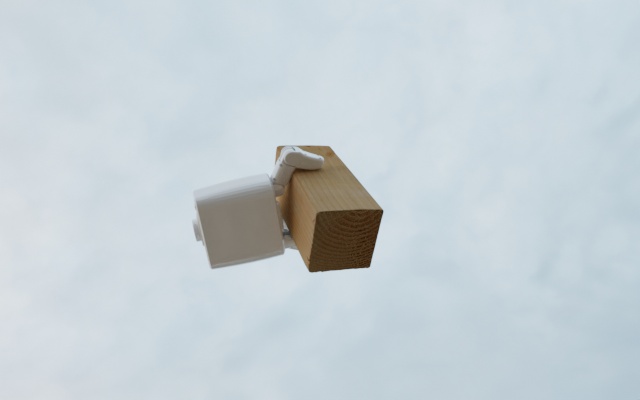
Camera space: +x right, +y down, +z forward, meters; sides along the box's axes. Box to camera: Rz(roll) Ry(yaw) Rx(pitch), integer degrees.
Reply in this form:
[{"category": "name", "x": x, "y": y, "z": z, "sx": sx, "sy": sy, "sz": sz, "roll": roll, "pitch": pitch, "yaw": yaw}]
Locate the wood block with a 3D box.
[{"category": "wood block", "x": 0.000, "y": 0.002, "z": 0.675, "sx": 0.090, "sy": 0.091, "sz": 0.206, "roll": -2, "pitch": 29, "yaw": -20}]
